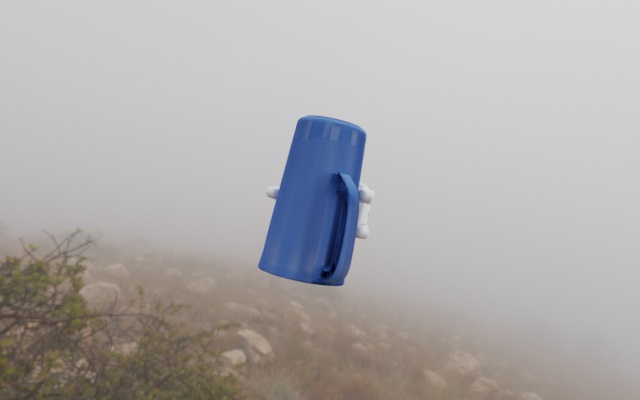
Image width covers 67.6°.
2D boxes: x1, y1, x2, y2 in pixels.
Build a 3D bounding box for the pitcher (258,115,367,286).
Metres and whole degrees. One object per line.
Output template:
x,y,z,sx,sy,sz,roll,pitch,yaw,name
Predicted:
0.000,0.002,0.715,0.149,0.243,0.145,12,0,15,pitcher
